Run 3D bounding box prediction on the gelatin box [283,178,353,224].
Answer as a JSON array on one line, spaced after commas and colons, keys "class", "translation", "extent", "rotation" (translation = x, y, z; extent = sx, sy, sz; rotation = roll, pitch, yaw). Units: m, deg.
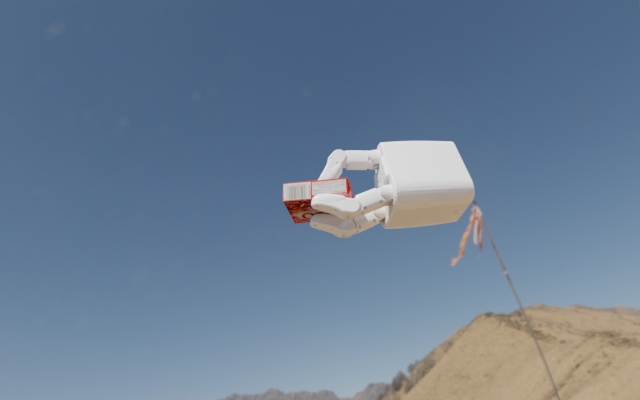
[{"class": "gelatin box", "translation": [0.000, 0.002, 0.643], "extent": [0.089, 0.030, 0.073], "rotation": [-5, -26, 8]}]
